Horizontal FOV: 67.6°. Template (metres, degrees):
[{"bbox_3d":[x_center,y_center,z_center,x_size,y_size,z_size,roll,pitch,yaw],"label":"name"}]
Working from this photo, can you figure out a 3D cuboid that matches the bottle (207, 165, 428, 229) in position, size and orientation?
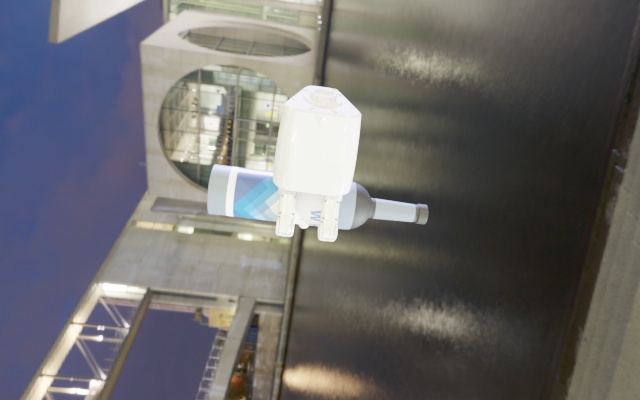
[{"bbox_3d":[0.000,0.002,0.651,0.296,0.069,0.069,7,-1,-4],"label":"bottle"}]
